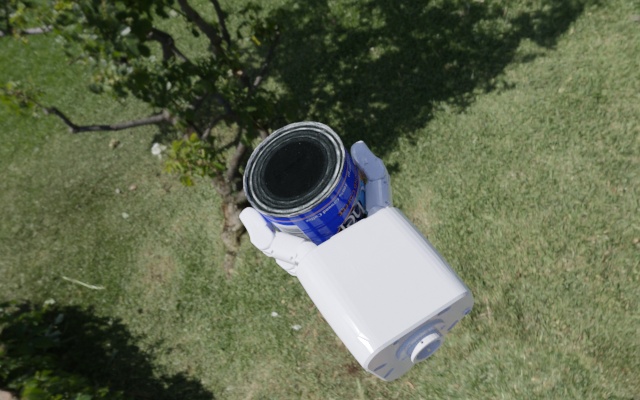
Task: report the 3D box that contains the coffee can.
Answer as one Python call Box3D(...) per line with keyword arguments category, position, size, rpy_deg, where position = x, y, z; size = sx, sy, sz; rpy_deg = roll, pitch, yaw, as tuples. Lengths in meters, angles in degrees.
Box3D(category="coffee can", position=(0.000, 0.002, 0.492), size=(0.103, 0.102, 0.140), rpy_deg=(0, -28, 25))
